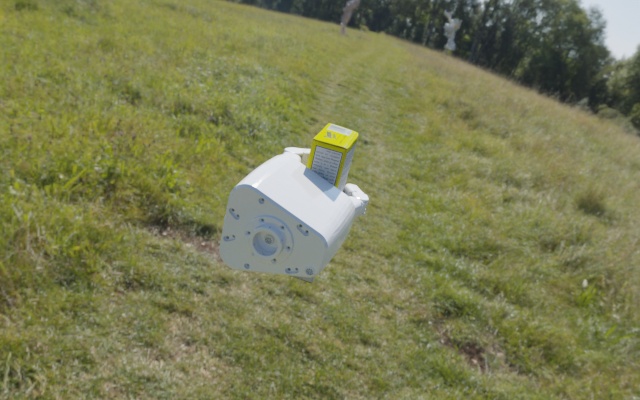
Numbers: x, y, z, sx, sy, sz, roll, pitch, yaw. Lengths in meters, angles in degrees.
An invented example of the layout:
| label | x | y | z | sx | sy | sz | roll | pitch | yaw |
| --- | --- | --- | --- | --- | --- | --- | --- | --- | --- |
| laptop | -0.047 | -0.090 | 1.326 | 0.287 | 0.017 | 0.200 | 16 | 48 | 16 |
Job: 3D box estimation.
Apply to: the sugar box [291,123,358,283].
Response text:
| label | x | y | z | sx | sy | sz | roll | pitch | yaw |
| --- | --- | --- | --- | --- | --- | --- | --- | --- | --- |
| sugar box | 0.000 | 0.002 | 0.585 | 0.048 | 0.176 | 0.093 | 19 | 23 | 6 |
